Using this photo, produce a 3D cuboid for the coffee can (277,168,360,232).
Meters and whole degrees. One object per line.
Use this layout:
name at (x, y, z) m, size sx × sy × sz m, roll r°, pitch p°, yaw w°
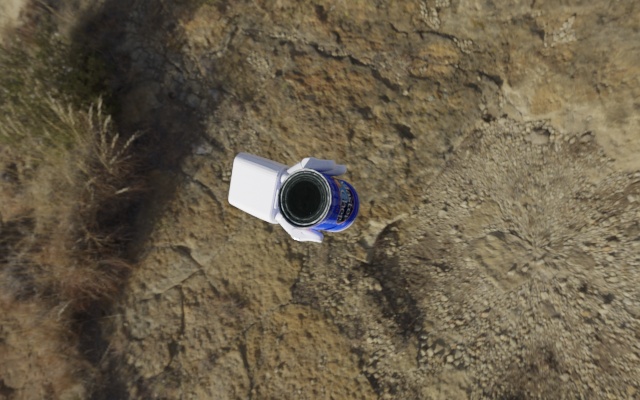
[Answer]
coffee can at (0.000, 0.003, 0.864) m, size 0.103 × 0.103 × 0.140 m, roll 0°, pitch -5°, yaw 24°
